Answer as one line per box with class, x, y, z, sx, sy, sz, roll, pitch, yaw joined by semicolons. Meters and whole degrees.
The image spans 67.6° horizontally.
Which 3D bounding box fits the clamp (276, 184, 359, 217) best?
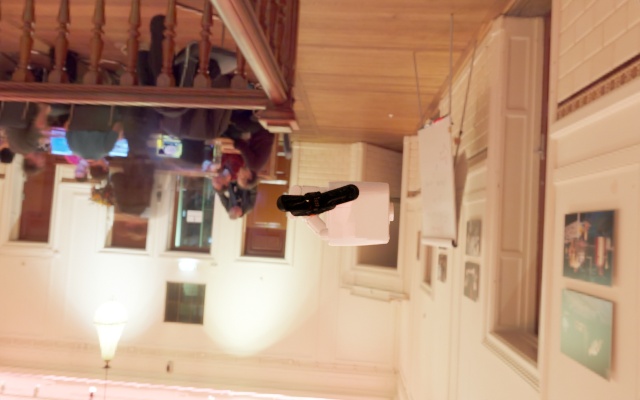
clamp;0.000;0.003;0.754;0.120;0.039;0.171;-4;-3;2
